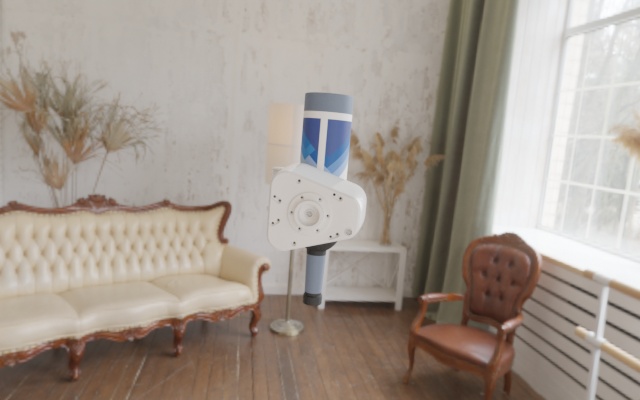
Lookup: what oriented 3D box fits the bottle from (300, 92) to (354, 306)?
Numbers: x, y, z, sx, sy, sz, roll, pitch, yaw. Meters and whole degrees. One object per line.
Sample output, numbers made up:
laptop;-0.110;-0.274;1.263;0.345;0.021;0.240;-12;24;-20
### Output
bottle;0.000;0.002;0.669;0.069;0.296;0.069;5;8;-1
